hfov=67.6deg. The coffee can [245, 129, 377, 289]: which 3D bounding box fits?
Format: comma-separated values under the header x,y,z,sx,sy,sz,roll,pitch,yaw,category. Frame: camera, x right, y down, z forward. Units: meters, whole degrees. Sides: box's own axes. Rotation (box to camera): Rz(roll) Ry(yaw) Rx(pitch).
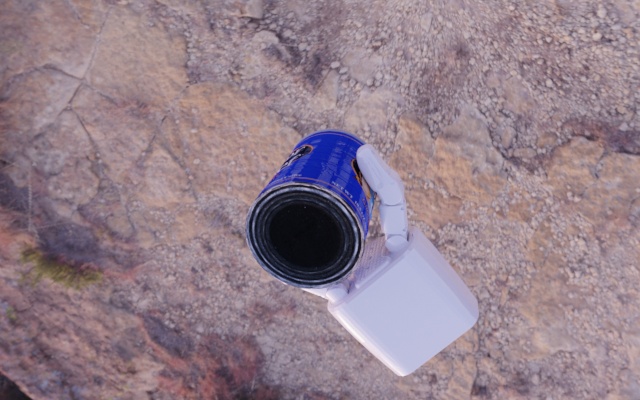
x,y,z,sx,sy,sz,roll,pitch,yaw,category
0.000,0.001,0.455,0.103,0.103,0.140,0,26,13,coffee can
